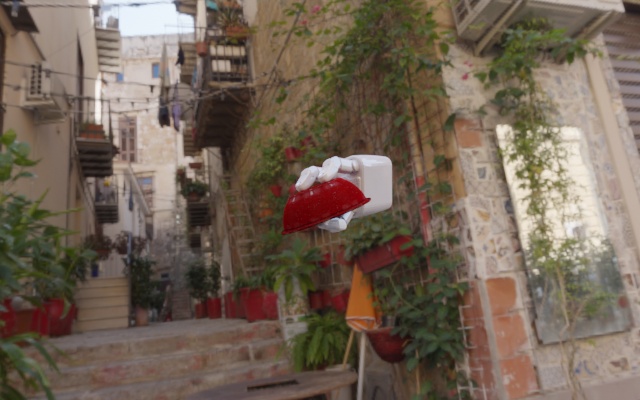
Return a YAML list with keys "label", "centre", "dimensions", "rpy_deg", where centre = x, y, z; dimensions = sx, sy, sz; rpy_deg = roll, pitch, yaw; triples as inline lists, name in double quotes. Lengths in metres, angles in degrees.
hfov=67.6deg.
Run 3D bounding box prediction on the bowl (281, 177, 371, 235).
- label: "bowl"
  centre: [-0.001, 0.002, 0.796]
  dimensions: [0.162, 0.055, 0.162]
  rpy_deg: [-21, 3, 1]
